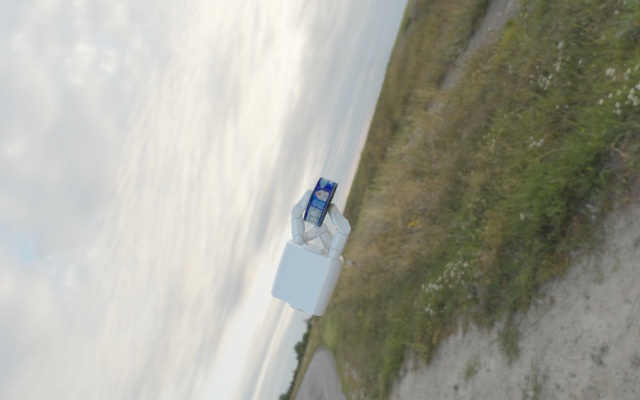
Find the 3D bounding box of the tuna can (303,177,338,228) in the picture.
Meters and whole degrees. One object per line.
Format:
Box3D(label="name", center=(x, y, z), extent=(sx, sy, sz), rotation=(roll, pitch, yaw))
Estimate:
Box3D(label="tuna can", center=(0.000, 0.002, 0.848), extent=(0.034, 0.086, 0.086), rotation=(22, 2, 4))
